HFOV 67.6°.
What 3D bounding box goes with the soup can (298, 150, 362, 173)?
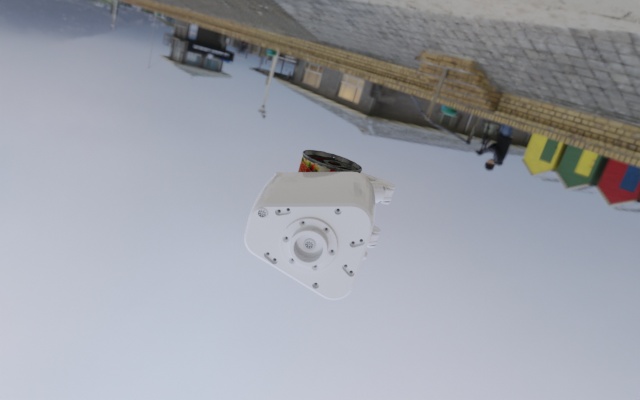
[{"bbox_3d":[0.000,0.002,0.540,0.068,0.102,0.068,15,16,-4],"label":"soup can"}]
